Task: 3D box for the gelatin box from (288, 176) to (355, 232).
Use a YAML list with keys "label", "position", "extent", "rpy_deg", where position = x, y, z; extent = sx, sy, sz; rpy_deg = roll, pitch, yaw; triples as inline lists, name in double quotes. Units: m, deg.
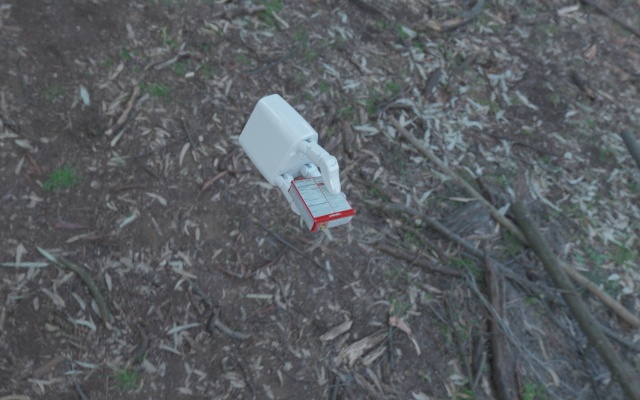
- label: "gelatin box"
  position: [0.000, 0.002, 0.751]
  extent: [0.073, 0.089, 0.030]
  rpy_deg: [-12, -37, -30]
